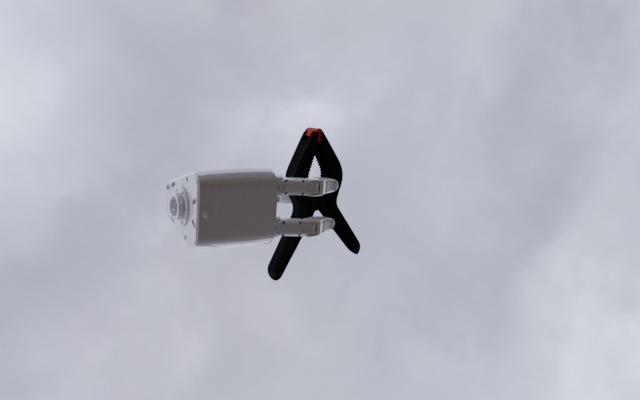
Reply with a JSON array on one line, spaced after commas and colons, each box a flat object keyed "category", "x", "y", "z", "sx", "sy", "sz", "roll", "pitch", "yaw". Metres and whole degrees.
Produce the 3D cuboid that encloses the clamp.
[{"category": "clamp", "x": -0.001, "y": 0.002, "z": 0.687, "sx": 0.164, "sy": 0.210, "sz": 0.036, "roll": -4, "pitch": 13, "yaw": -40}]
